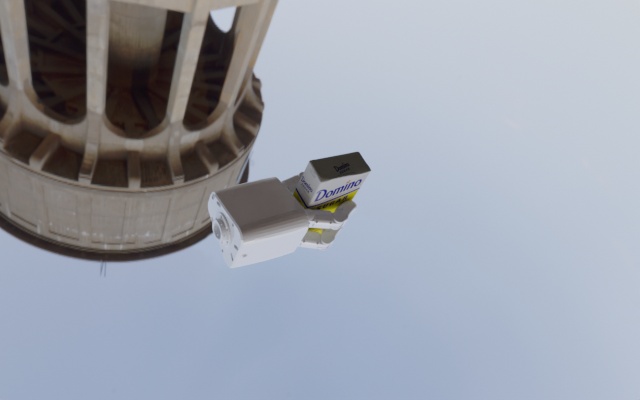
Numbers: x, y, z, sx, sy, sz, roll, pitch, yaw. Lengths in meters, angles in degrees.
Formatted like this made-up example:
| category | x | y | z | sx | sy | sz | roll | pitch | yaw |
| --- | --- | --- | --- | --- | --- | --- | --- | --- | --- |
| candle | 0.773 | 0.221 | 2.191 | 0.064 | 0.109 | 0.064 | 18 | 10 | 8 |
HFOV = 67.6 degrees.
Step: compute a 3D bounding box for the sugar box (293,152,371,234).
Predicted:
| category | x | y | z | sx | sy | sz | roll | pitch | yaw |
| --- | --- | --- | --- | --- | --- | --- | --- | --- | --- |
| sugar box | 0.000 | 0.003 | 0.741 | 0.093 | 0.048 | 0.176 | -14 | -27 | -33 |
